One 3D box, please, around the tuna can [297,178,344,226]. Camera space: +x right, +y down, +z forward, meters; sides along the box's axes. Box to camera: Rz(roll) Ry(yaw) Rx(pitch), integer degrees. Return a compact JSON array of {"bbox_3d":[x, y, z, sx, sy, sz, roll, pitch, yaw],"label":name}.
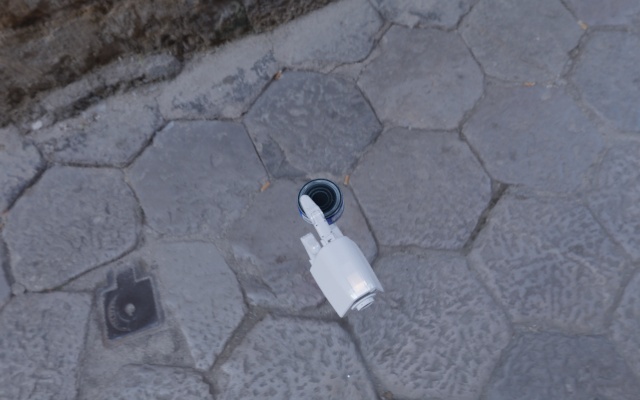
[{"bbox_3d":[0.000,0.003,0.872,0.086,0.086,0.034,0,-25,7],"label":"tuna can"}]
